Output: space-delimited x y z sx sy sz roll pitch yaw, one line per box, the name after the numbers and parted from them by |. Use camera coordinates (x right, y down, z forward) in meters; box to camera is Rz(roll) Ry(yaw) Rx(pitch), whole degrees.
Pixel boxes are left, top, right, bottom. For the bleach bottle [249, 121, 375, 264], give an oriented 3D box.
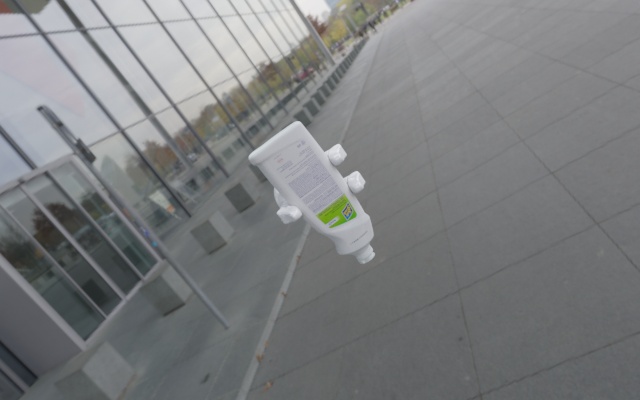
0.000 0.002 0.763 0.102 0.251 0.068 -36 14 -1 | bleach bottle
